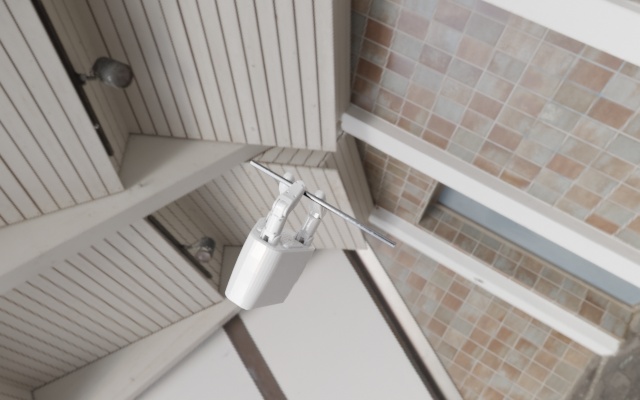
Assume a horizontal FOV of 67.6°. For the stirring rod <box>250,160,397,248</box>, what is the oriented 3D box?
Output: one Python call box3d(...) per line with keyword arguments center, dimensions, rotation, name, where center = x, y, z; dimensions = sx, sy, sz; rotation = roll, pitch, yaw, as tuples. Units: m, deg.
box3d(center=(0.000, 0.002, 0.674), dimensions=(0.239, 0.011, 0.011), rotation=(30, 8, 14), name="stirring rod")
